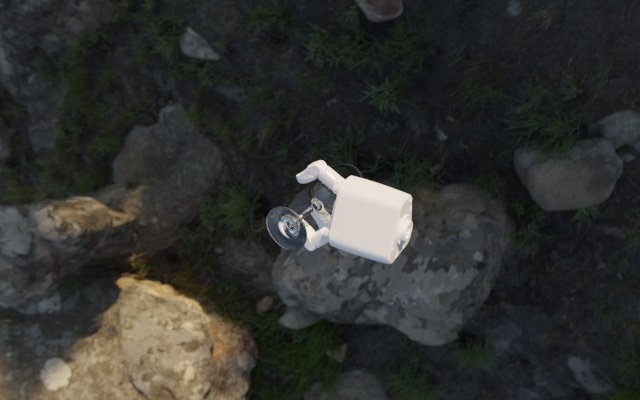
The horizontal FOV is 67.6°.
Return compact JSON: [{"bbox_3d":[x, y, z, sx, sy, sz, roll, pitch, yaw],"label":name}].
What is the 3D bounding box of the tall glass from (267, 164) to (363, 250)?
[{"bbox_3d":[0.000,0.003,0.796,0.079,0.079,0.201,0,24,35],"label":"tall glass"}]
